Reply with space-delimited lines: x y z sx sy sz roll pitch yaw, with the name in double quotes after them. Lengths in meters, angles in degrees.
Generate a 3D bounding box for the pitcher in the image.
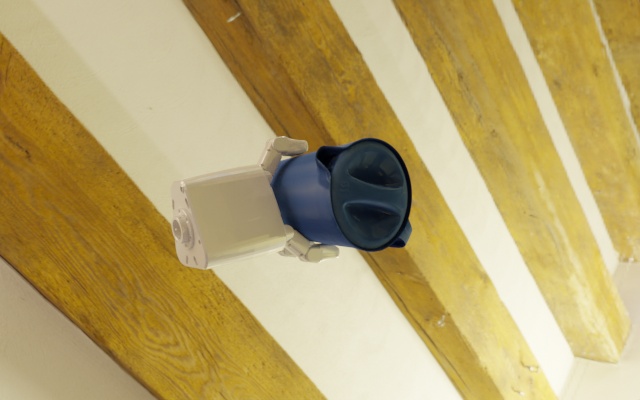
0.000 0.002 0.651 0.145 0.149 0.243 -14 7 -37 "pitcher"
